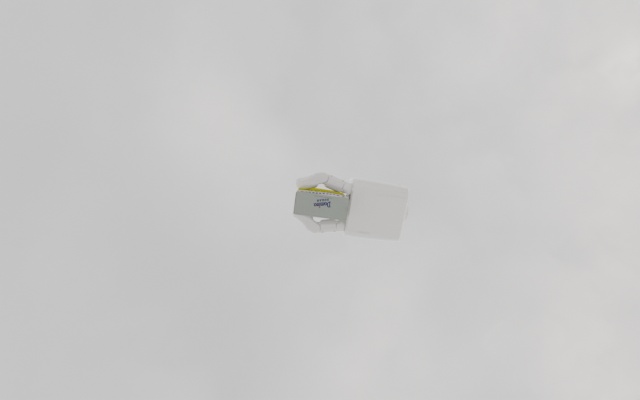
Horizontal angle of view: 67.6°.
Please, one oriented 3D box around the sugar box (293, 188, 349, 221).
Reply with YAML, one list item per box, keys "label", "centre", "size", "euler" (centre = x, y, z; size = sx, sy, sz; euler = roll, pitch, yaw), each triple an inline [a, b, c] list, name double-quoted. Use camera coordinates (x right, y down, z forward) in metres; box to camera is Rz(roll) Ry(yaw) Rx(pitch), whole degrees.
- label: "sugar box"
  centre: [0.000, 0.002, 0.882]
  size: [0.093, 0.048, 0.176]
  euler: [8, 2, -2]
